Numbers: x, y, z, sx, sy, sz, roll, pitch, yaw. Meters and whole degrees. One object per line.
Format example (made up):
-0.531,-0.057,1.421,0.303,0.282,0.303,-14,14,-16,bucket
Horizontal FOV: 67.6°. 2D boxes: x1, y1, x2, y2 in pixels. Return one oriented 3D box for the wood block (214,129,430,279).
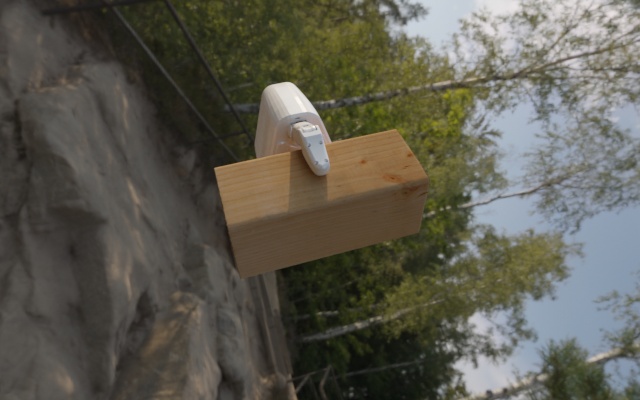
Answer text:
0.000,0.001,0.519,0.206,0.090,0.091,-14,-41,-10,wood block
